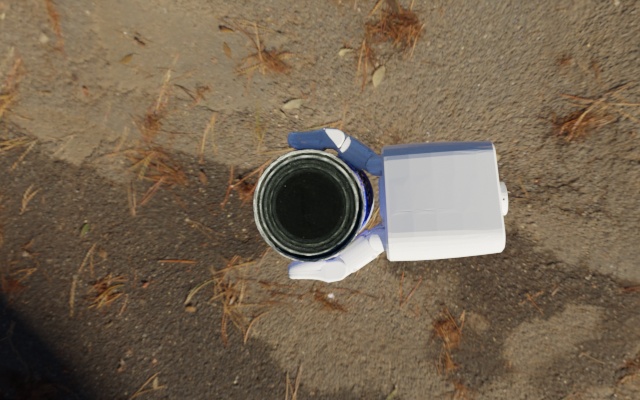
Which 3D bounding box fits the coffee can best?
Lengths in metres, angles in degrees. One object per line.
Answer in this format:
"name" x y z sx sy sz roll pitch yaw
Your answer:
"coffee can" 0.000 0.002 0.494 0.103 0.103 0.140 0 3 10
